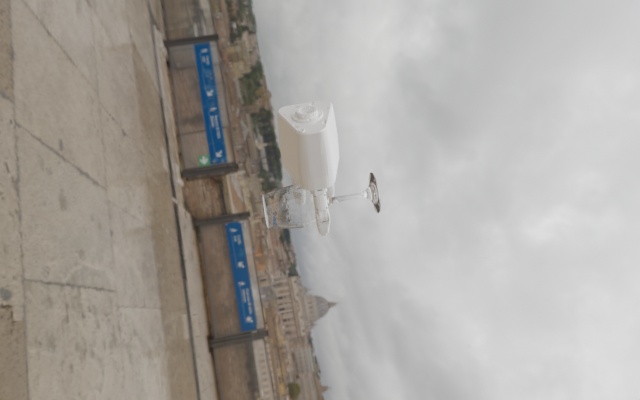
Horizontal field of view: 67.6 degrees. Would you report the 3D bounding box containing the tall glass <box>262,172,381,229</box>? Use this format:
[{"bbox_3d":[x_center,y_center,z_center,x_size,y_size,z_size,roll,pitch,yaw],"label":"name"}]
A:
[{"bbox_3d":[0.001,0.003,0.846,0.201,0.079,0.079,-10,1,-5],"label":"tall glass"}]
